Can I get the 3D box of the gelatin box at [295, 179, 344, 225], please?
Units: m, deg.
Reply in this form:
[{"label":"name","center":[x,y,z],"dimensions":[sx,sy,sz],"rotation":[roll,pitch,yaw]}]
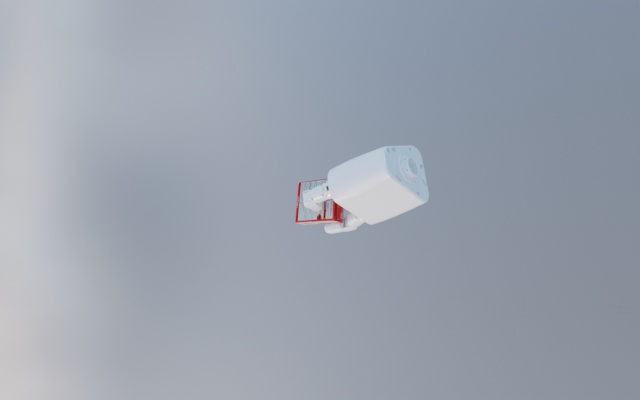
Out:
[{"label":"gelatin box","center":[0.000,0.003,0.817],"dimensions":[0.089,0.073,0.030],"rotation":[-6,-15,39]}]
